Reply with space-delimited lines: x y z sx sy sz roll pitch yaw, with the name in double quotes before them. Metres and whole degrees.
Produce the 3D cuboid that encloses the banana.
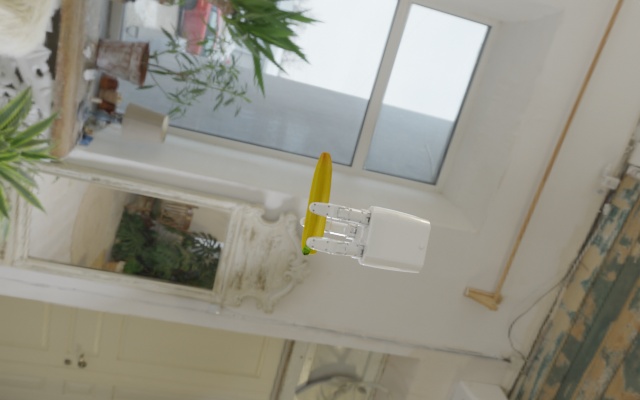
"banana" -0.004 0.014 0.824 0.037 0.197 0.070 12 -27 -6
